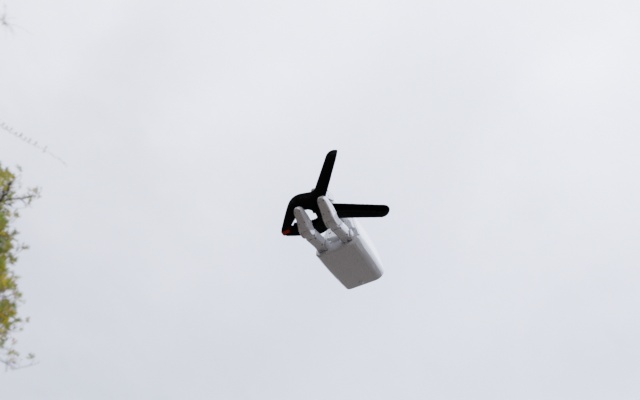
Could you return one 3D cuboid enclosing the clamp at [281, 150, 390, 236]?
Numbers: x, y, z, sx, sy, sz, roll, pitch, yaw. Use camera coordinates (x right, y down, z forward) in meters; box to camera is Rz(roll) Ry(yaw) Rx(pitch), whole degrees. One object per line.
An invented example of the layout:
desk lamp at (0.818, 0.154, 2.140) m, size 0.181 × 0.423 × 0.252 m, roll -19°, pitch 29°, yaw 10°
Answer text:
clamp at (0.000, 0.003, 0.892) m, size 0.210 × 0.165 × 0.036 m, roll -25°, pitch 28°, yaw 25°
